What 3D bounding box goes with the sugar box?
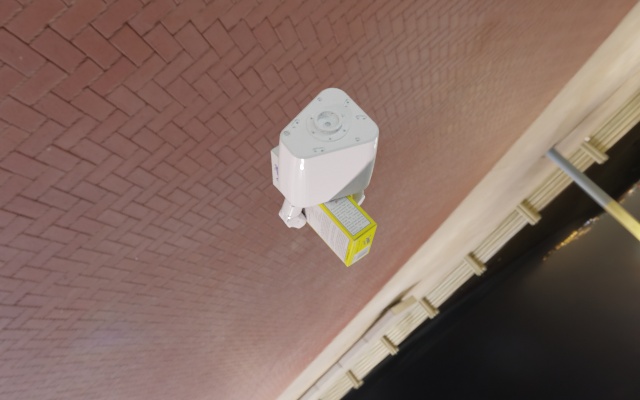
[{"bbox_3d":[0.001,0.002,0.662,0.048,0.176,0.093,-32,-23,-19],"label":"sugar box"}]
